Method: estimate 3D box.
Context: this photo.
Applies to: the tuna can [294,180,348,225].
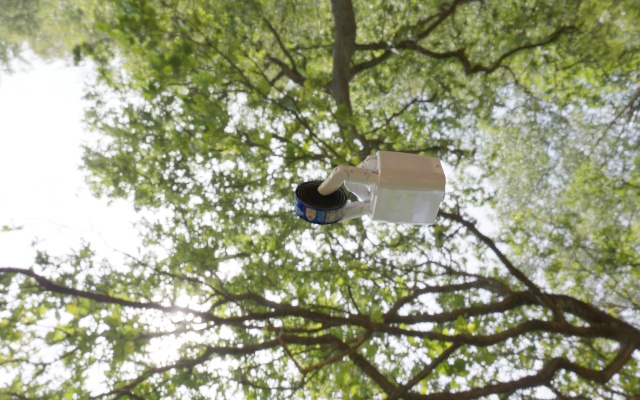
[{"bbox_3d":[0.000,0.003,0.778,0.086,0.034,0.086,6,33,-4],"label":"tuna can"}]
